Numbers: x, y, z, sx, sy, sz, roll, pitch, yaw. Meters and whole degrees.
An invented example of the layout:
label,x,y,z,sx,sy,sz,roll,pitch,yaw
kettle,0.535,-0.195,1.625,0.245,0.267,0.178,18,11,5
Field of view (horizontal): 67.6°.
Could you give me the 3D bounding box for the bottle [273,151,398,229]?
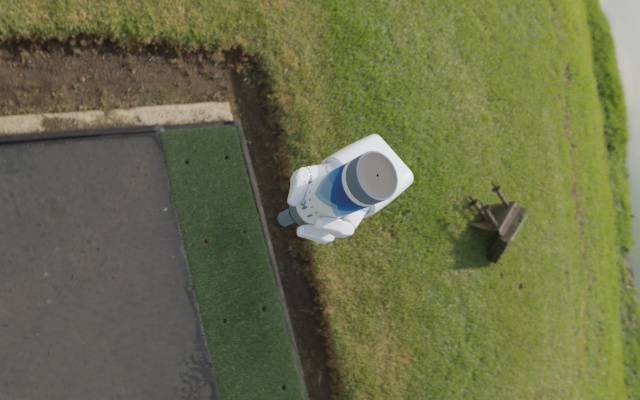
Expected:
label,x,y,z,sx,sy,sz,roll,pitch,yaw
bottle,0.000,0.002,0.729,0.069,0.069,0.296,0,-14,-31
